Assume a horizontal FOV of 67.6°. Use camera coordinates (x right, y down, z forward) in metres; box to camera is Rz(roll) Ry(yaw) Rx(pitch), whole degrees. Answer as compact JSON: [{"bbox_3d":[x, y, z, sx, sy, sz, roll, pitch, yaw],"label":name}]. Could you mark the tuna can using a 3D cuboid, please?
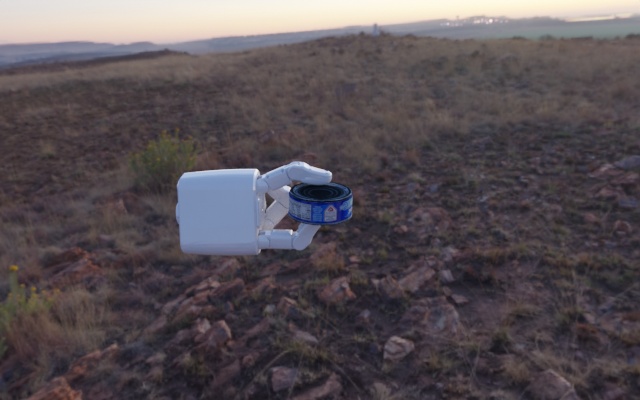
[{"bbox_3d":[0.000,0.002,0.634,0.086,0.034,0.086,1,20,0],"label":"tuna can"}]
